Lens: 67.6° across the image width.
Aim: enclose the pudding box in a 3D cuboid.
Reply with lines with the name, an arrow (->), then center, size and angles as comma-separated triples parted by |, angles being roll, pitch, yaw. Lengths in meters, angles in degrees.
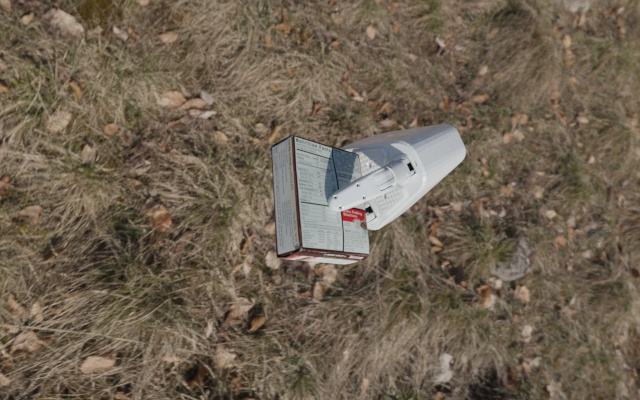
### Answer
pudding box -> 0.000, 0.001, 0.458 | 0.090, 0.113, 0.039 | 11, -25, -39
